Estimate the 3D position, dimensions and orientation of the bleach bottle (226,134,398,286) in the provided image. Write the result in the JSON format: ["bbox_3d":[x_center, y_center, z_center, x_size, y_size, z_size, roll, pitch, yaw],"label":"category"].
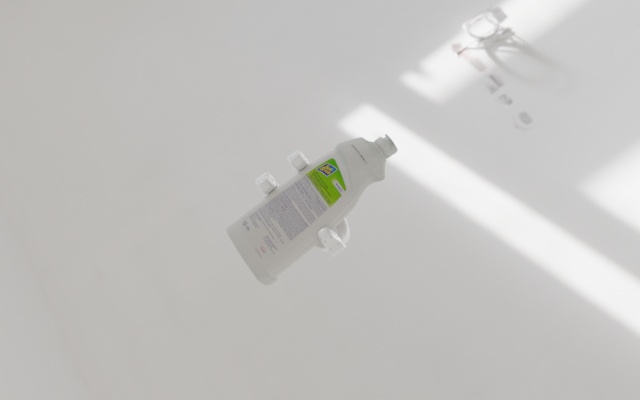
[{"bbox_3d":[0.000,0.002,0.646,0.251,0.102,0.068,-36,-13,2],"label":"bleach bottle"}]
